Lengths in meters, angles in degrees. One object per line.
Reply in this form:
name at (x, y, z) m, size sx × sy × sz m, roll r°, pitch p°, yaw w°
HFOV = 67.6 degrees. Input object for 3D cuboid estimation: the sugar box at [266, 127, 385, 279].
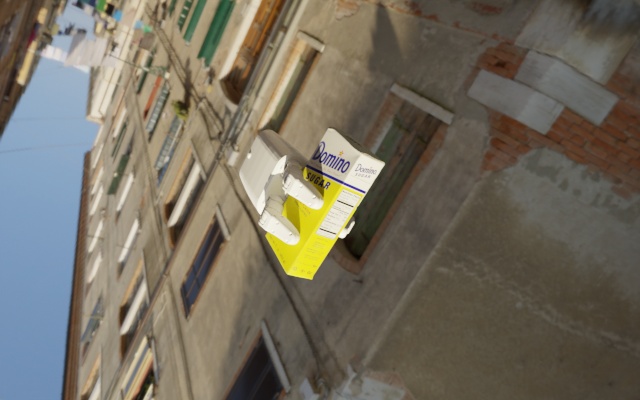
sugar box at (0.000, 0.002, 0.604) m, size 0.048 × 0.176 × 0.093 m, roll 18°, pitch 19°, yaw -34°
